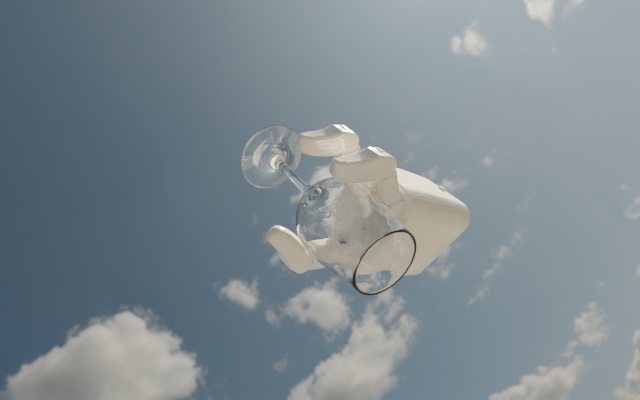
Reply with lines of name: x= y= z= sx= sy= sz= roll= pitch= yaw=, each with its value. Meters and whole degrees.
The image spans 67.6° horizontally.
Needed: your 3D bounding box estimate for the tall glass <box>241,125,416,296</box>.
tall glass: x=0.000 y=0.001 z=0.442 sx=0.079 sy=0.079 sz=0.201 roll=0 pitch=29 yaw=-36
